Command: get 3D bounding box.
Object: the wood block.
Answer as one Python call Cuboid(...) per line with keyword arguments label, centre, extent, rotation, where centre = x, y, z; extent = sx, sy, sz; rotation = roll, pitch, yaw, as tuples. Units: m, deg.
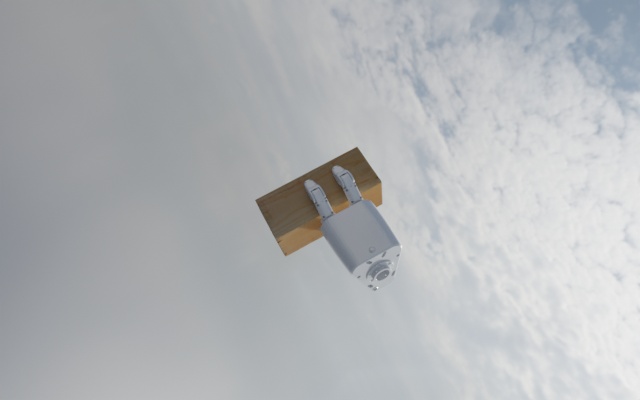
Cuboid(label="wood block", centre=(0.000, 0.003, 0.864), extent=(0.206, 0.090, 0.091), rotation=(-28, -28, -7))
